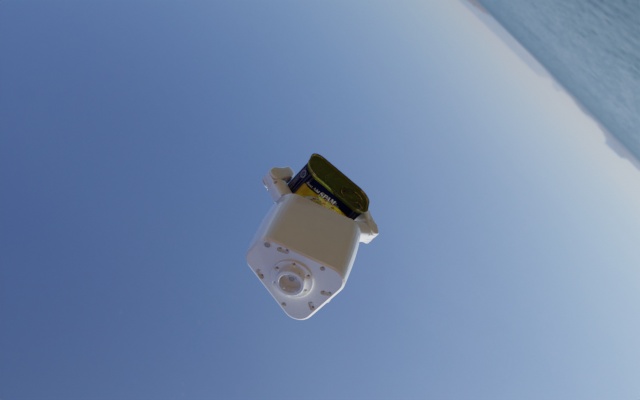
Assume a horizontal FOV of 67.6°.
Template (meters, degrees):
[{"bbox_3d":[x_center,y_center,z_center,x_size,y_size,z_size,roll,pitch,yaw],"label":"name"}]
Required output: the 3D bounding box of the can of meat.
[{"bbox_3d":[0.000,0.002,0.644,0.102,0.084,0.057,39,28,-11],"label":"can of meat"}]
